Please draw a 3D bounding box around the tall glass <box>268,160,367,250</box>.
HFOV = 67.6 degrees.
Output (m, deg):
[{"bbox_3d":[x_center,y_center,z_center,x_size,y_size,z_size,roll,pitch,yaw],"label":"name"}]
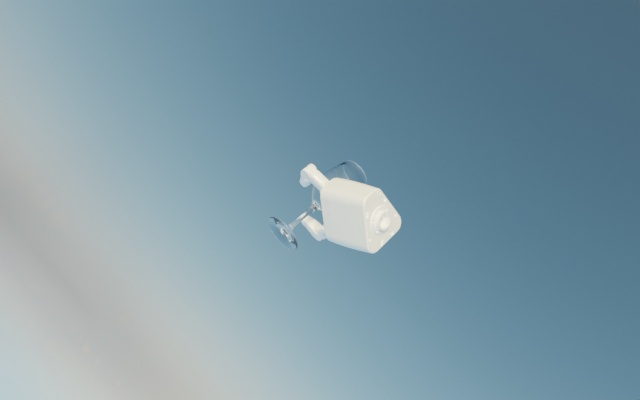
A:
[{"bbox_3d":[0.000,0.003,0.899,0.201,0.079,0.079,-40,21,-28],"label":"tall glass"}]
